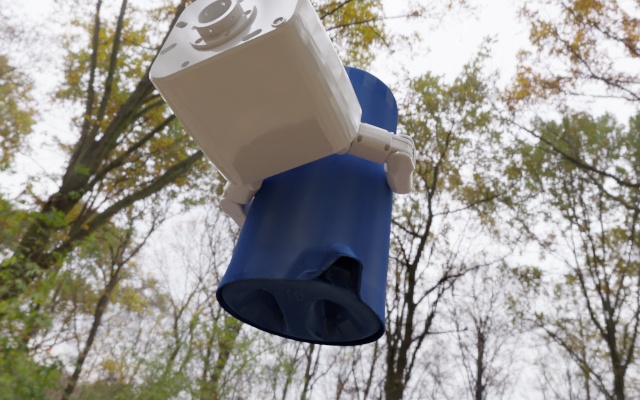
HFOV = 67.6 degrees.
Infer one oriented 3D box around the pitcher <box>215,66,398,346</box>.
[{"bbox_3d":[0.000,0.001,0.439,0.149,0.242,0.145,-4,-37,24],"label":"pitcher"}]
